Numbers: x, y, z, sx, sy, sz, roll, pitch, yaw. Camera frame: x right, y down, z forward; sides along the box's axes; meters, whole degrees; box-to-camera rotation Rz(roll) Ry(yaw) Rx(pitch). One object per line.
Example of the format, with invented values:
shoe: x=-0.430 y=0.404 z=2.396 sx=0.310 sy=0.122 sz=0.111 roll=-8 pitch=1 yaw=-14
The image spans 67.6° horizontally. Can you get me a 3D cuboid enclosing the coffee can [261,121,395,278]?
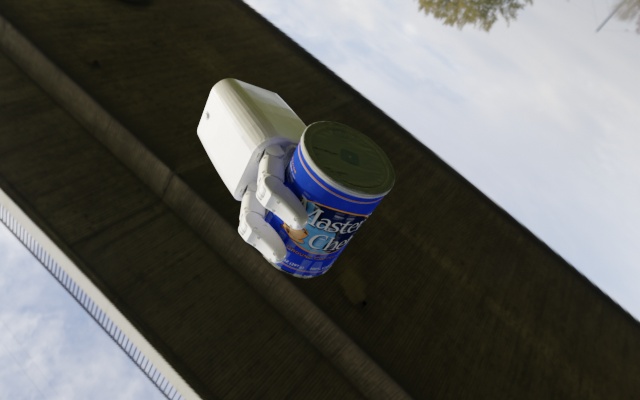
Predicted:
coffee can: x=0.000 y=0.002 z=0.512 sx=0.103 sy=0.102 sz=0.140 roll=0 pitch=-41 yaw=-34
